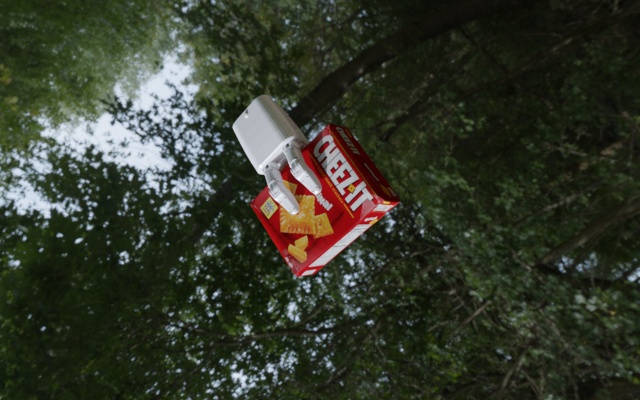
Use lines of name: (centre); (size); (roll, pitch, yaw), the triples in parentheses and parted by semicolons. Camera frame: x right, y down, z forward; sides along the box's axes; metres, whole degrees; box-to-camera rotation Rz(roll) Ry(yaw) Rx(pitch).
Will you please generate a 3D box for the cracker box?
cracker box: (0.000, 0.003, 0.811); (0.214, 0.164, 0.072); (-43, -21, 24)
